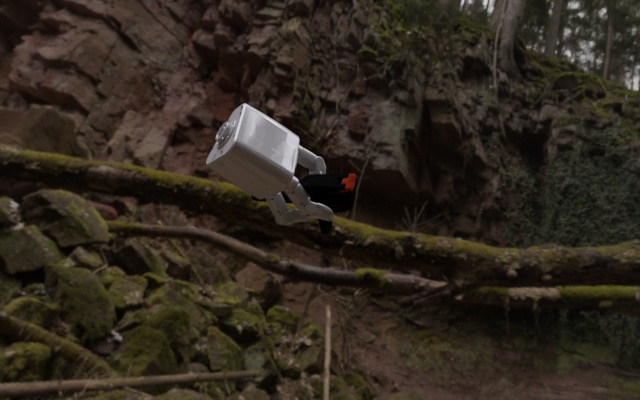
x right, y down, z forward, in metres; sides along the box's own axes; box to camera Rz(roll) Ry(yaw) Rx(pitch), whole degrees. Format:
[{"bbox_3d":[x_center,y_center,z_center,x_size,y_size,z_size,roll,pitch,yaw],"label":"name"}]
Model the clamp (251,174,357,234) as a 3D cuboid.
[{"bbox_3d":[0.000,0.002,0.793,0.164,0.036,0.210,30,-28,-29],"label":"clamp"}]
